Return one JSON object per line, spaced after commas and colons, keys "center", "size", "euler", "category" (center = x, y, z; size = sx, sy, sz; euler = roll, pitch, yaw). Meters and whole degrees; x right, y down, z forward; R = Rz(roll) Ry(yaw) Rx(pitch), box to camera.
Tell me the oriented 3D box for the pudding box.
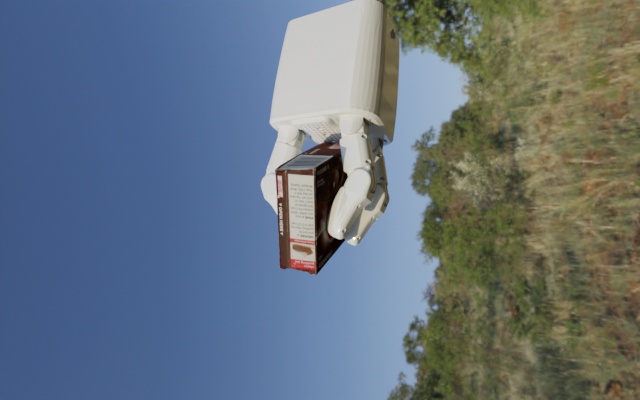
{"center": [0.000, 0.001, 0.426], "size": [0.039, 0.090, 0.113], "euler": [5, 19, 22], "category": "pudding box"}
